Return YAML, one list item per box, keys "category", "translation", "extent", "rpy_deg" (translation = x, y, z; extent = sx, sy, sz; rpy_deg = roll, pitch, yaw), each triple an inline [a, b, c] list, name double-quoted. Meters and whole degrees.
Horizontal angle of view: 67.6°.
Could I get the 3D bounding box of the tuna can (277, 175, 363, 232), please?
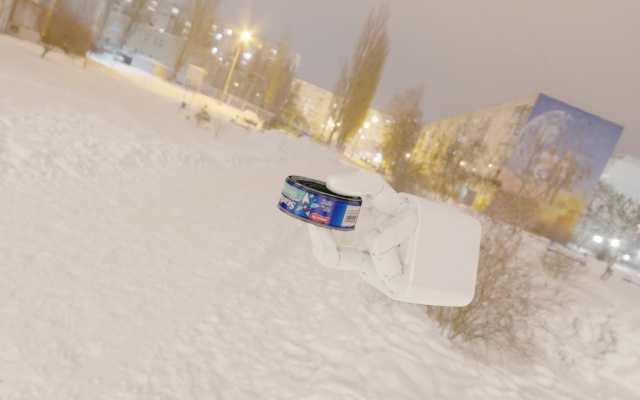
- category: "tuna can"
  translation: [0.000, 0.001, 0.501]
  extent: [0.086, 0.034, 0.086]
  rpy_deg: [17, 10, -3]
